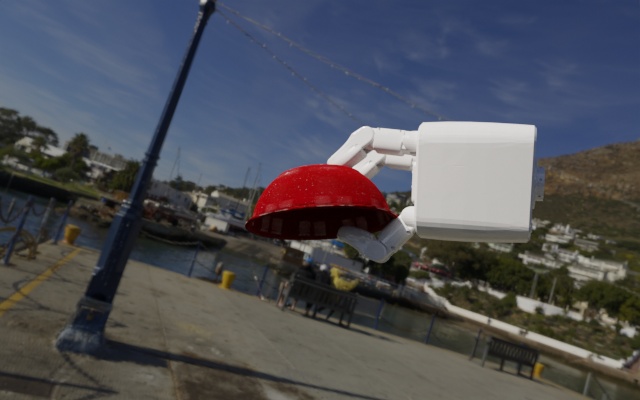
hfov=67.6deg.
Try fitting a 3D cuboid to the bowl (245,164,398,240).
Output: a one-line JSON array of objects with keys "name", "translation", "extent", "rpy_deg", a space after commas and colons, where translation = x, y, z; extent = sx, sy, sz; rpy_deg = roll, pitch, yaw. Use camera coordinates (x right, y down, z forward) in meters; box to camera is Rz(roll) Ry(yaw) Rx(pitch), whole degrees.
[{"name": "bowl", "translation": [-0.001, 0.001, 0.512], "extent": [0.162, 0.055, 0.162], "rpy_deg": [-3, -15, -1]}]
